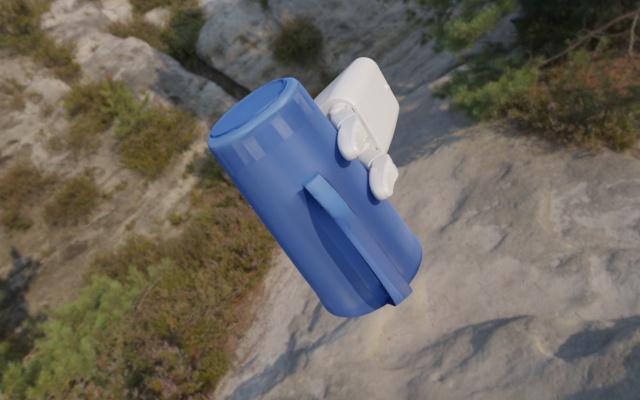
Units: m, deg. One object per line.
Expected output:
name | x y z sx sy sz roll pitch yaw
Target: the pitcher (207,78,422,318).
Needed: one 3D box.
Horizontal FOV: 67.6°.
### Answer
pitcher | 0.000 0.002 0.494 0.149 0.243 0.145 -17 32 35
